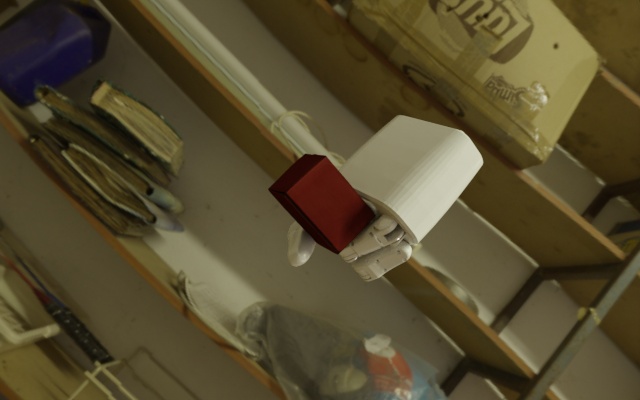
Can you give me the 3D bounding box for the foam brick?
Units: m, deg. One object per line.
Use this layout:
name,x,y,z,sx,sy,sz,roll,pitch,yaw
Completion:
foam brick,0.000,0.001,0.439,0.051,0.078,0.053,-46,21,-11
